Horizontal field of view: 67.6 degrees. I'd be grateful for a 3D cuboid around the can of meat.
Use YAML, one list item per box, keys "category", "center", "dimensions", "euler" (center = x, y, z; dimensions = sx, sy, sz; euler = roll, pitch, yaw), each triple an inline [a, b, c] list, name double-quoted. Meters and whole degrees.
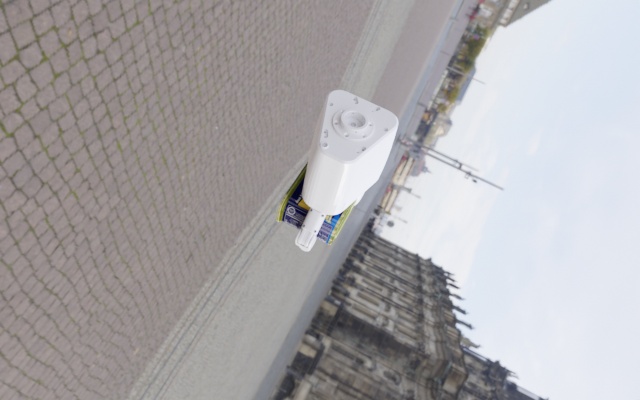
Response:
- category: "can of meat"
  center: [0.000, 0.002, 0.665]
  dimensions: [0.084, 0.102, 0.057]
  euler: [26, -36, 7]
